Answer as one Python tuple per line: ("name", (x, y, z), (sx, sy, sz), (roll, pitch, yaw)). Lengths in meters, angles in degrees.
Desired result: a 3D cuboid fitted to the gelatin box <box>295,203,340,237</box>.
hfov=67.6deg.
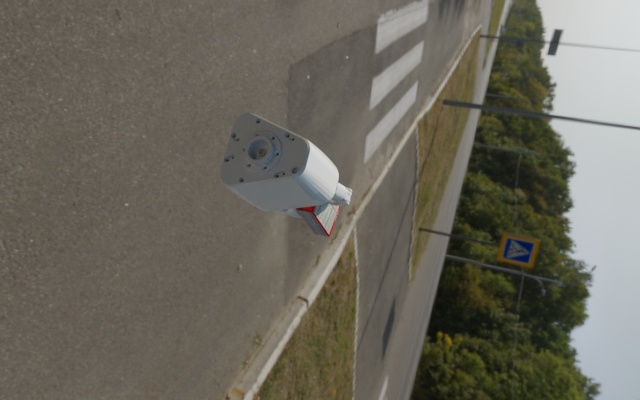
("gelatin box", (0.001, 0.003, 0.709), (0.030, 0.073, 0.089), (9, -24, 25))
